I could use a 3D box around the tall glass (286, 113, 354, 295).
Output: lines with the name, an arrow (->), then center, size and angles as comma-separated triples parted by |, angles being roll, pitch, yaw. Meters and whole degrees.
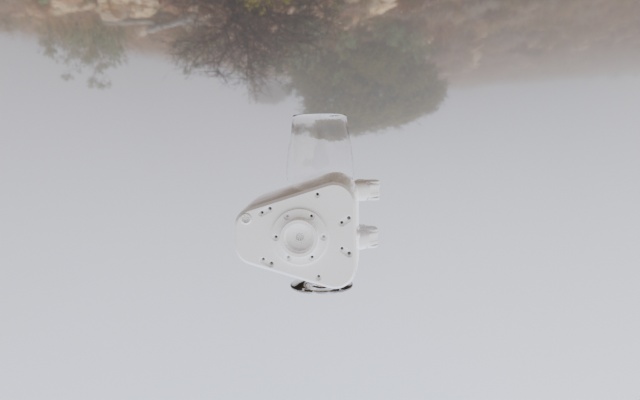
tall glass -> 0.000, 0.002, 0.556 | 0.079, 0.201, 0.079 | -1, 6, 0
